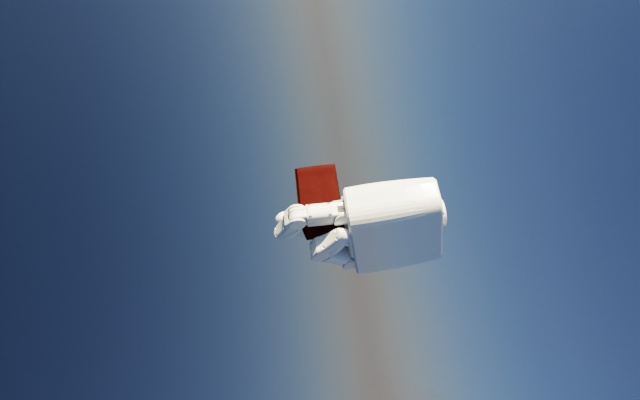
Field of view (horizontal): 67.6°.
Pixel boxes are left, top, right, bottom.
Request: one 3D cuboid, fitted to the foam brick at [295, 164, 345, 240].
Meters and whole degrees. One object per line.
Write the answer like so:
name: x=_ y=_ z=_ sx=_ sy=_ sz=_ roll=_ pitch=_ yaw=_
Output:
foam brick: x=0.000 y=0.002 z=0.592 sx=0.051 sy=0.078 sz=0.053 roll=-9 pitch=-30 yaw=4
